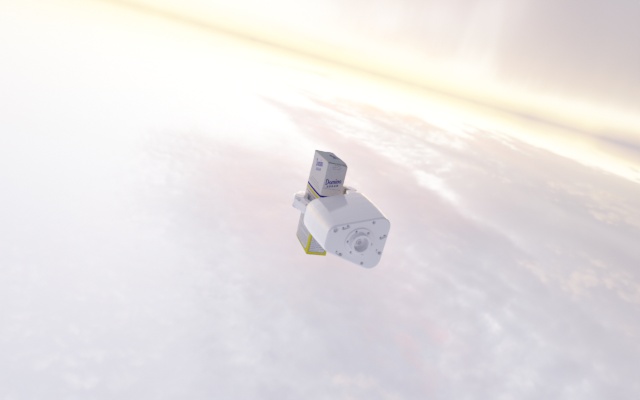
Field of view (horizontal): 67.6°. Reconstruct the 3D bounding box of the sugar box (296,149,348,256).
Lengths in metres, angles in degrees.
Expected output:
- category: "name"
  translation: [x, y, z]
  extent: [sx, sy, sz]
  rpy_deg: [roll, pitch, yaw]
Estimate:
- category: "sugar box"
  translation: [0.001, 0.003, 0.884]
  extent: [0.048, 0.176, 0.093]
  rpy_deg: [10, 18, -20]
